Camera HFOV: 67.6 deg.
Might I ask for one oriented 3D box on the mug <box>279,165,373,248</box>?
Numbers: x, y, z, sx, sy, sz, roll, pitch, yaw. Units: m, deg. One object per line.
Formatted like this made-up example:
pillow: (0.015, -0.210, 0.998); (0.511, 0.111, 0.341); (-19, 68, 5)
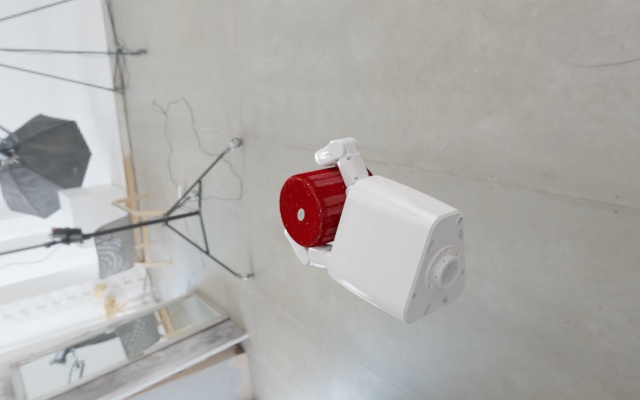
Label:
mug: (-0.001, 0.001, 0.545); (0.081, 0.093, 0.117); (-14, 25, -37)
